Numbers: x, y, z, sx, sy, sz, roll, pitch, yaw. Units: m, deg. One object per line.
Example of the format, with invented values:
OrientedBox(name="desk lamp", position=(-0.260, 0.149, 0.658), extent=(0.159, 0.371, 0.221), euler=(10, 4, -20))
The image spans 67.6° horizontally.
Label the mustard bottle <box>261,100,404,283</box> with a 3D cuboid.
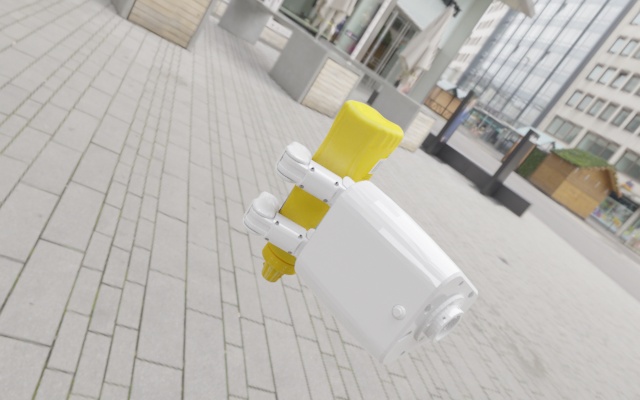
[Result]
OrientedBox(name="mustard bottle", position=(0.000, 0.001, 0.448), extent=(0.058, 0.192, 0.096), euler=(37, 18, 9))
